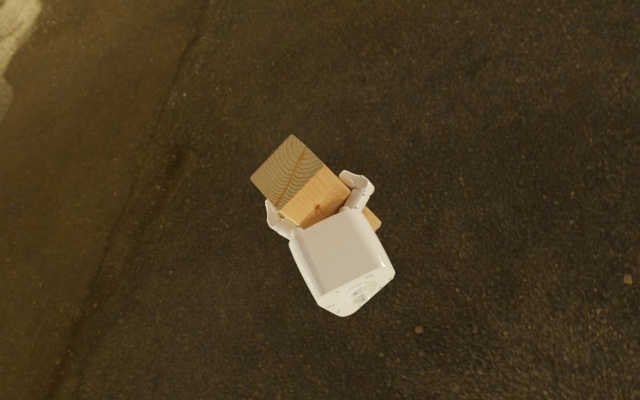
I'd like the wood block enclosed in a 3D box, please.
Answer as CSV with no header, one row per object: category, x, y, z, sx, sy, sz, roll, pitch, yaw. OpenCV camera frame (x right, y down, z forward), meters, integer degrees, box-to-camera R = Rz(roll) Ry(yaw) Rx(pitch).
wood block,0.000,0.002,0.741,0.090,0.091,0.206,46,3,39
